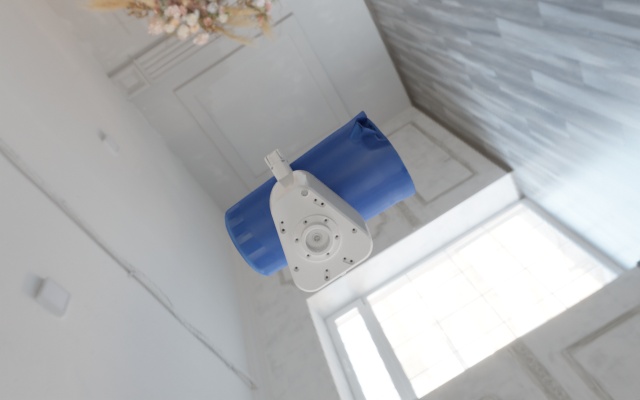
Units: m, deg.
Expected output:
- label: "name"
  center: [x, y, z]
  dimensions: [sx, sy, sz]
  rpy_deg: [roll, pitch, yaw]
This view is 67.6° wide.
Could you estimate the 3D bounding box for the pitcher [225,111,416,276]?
- label: "pitcher"
  center: [0.000, 0.002, 0.660]
  dimensions: [0.243, 0.149, 0.145]
  rpy_deg: [-33, 10, 2]
